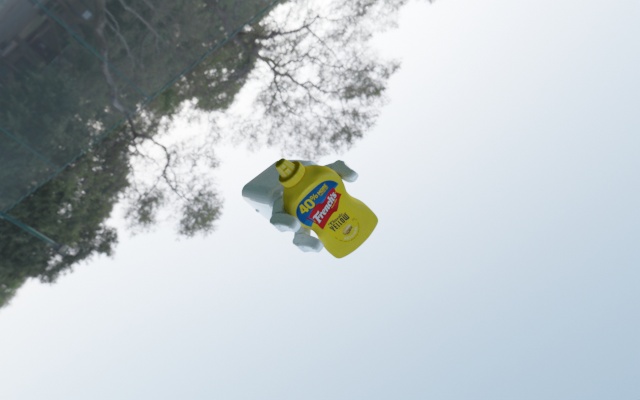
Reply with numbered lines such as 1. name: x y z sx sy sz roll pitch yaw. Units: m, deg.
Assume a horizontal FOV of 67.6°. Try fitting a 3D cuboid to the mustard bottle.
1. mustard bottle: 0.000 0.003 0.724 0.192 0.096 0.058 44 5 -32
